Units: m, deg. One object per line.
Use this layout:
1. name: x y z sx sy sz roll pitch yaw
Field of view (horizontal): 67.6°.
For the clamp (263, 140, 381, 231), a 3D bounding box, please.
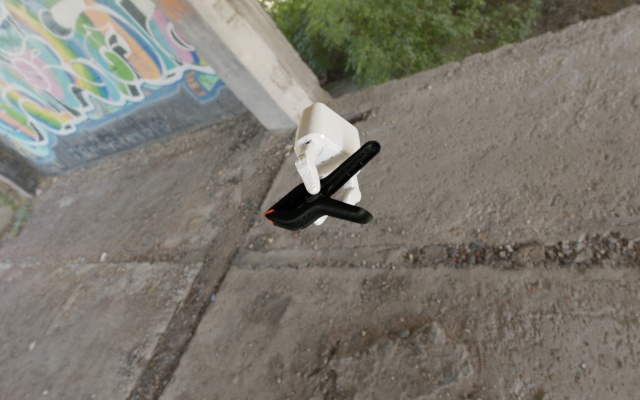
1. clamp: -0.001 0.002 0.722 0.210 0.036 0.164 -26 34 24
